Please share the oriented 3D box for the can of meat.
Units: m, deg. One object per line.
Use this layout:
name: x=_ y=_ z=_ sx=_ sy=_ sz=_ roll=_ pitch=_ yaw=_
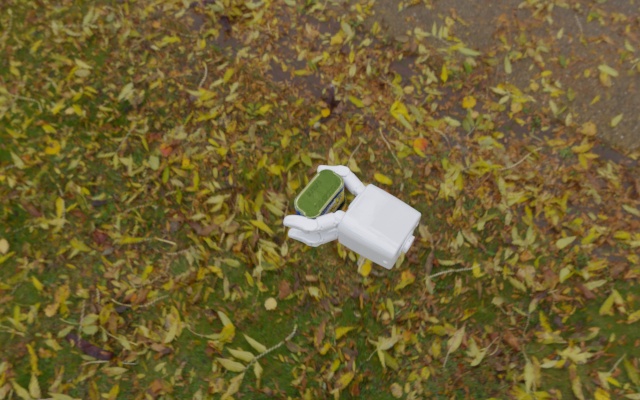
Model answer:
can of meat: x=0.000 y=0.003 z=0.849 sx=0.057 sy=0.102 sz=0.084 roll=35 pitch=-17 yaw=16
